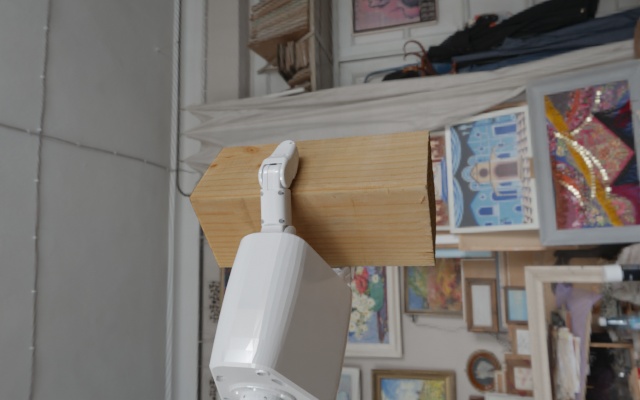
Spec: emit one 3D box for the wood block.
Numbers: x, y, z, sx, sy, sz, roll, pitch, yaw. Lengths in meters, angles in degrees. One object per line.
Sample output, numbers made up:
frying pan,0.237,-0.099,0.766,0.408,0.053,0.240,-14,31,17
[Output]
wood block,0.000,0.001,0.447,0.206,0.091,0.090,-3,36,16
